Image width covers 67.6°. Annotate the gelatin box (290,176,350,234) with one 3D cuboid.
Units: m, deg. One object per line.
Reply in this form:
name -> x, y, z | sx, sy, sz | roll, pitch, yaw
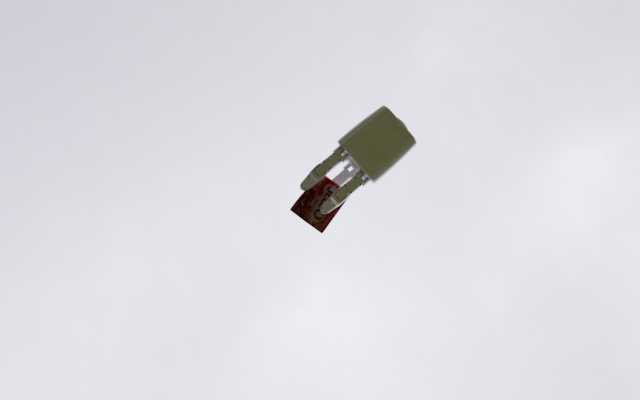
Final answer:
gelatin box -> 0.000, 0.003, 0.859 | 0.073, 0.089, 0.030 | 36, 3, 4
